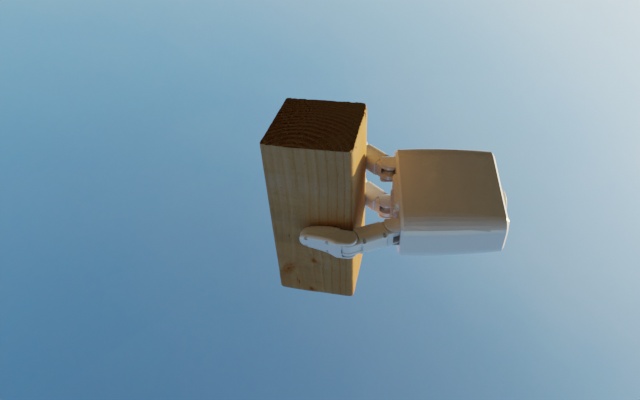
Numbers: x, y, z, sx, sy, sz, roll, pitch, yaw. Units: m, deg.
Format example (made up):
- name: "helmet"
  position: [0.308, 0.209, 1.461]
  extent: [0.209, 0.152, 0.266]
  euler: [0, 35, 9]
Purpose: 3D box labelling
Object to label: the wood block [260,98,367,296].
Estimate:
- name: "wood block"
  position: [0.000, 0.002, 0.530]
  extent: [0.090, 0.206, 0.090]
  euler: [6, 41, 12]
